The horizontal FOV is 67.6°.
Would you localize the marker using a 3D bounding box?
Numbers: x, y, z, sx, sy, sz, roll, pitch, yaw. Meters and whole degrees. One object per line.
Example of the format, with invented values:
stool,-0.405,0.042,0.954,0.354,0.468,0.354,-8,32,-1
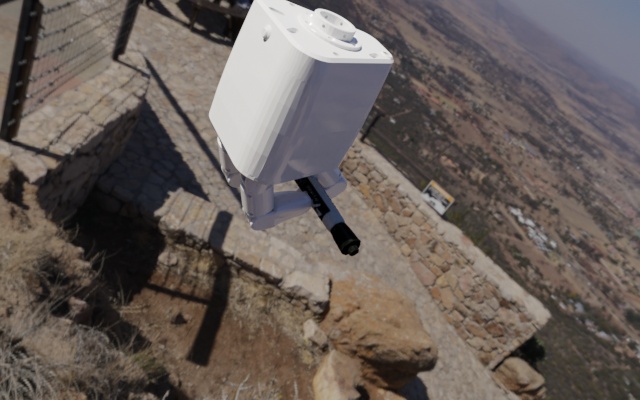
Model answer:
marker,0.000,0.001,0.425,0.020,0.020,0.121,0,43,-39
